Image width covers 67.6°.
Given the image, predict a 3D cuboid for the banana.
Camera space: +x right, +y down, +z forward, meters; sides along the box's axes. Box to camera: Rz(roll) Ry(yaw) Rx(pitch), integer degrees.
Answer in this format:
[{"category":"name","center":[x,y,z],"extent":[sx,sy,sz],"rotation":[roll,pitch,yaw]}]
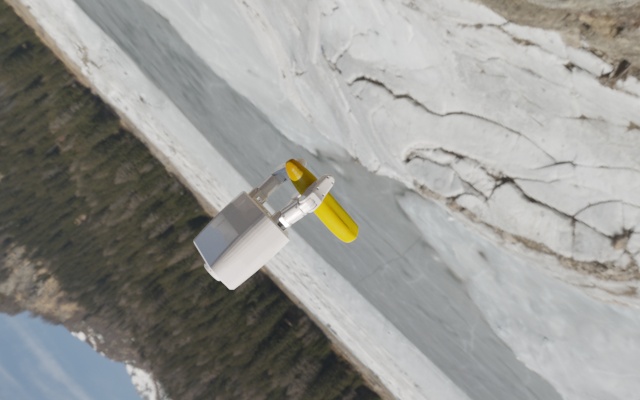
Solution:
[{"category":"banana","center":[0.011,0.014,0.709],"extent":[0.069,0.037,0.198],"rotation":[46,-2,44]}]
